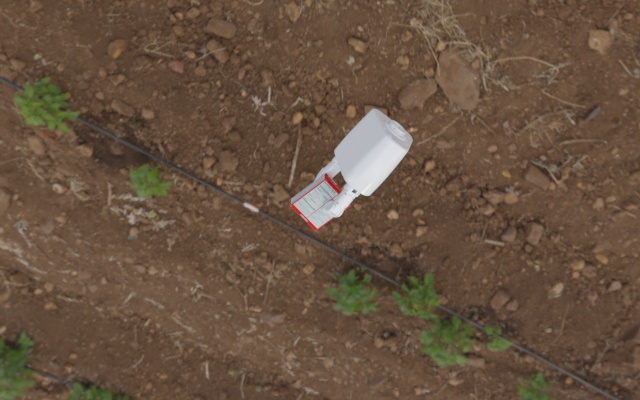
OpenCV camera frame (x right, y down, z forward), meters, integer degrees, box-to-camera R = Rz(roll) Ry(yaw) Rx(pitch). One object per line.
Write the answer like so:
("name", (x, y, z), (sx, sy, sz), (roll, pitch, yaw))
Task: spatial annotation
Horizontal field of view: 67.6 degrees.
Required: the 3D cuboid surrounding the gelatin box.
("gelatin box", (0.000, 0.003, 0.882), (0.089, 0.073, 0.030), (-37, 23, 17))
